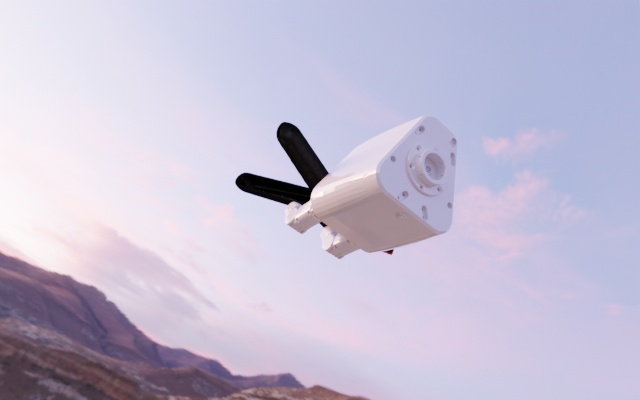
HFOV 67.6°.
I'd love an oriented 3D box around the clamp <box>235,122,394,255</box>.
[{"bbox_3d":[0.001,0.001,0.570,0.210,0.036,0.164,36,-29,-19],"label":"clamp"}]
